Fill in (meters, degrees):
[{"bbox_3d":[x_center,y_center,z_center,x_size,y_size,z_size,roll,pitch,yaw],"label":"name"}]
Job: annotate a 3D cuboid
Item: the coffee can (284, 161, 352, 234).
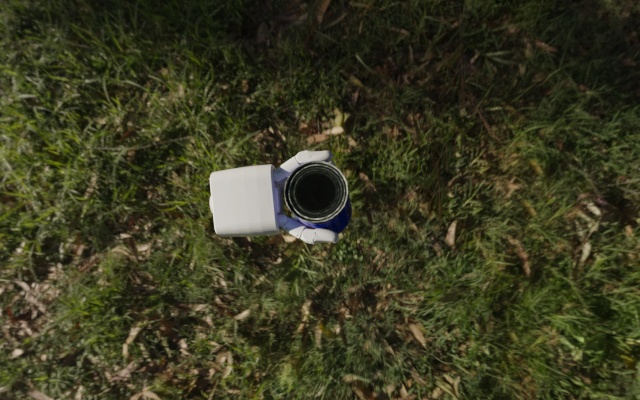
[{"bbox_3d":[0.000,0.003,0.816,0.103,0.102,0.140,0,-14,6],"label":"coffee can"}]
